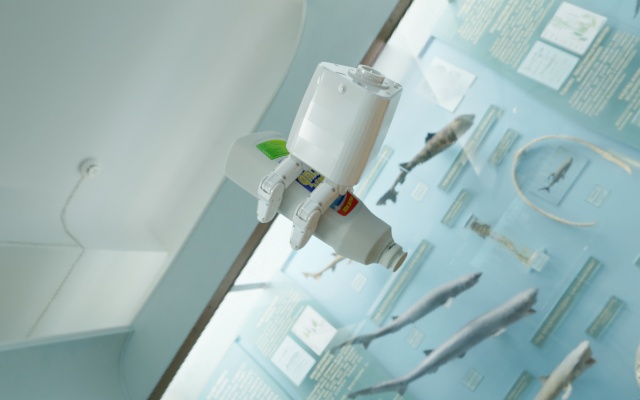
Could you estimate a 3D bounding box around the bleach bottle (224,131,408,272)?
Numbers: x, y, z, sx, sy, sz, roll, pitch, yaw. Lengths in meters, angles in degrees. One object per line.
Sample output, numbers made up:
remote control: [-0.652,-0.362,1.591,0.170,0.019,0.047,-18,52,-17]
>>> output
bleach bottle: [0.000,0.002,0.590,0.250,0.068,0.102,35,29,23]
